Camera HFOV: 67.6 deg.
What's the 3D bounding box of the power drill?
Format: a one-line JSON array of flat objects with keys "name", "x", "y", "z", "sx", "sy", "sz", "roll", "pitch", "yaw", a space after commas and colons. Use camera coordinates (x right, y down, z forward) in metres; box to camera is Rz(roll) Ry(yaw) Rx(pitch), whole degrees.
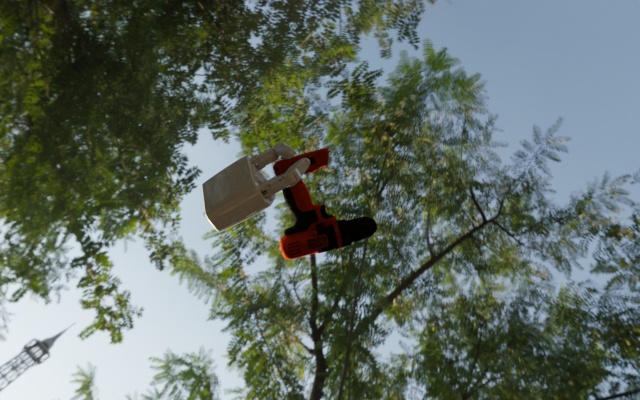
[{"name": "power drill", "x": 0.000, "y": 0.002, "z": 0.874, "sx": 0.184, "sy": 0.187, "sz": 0.057, "roll": -15, "pitch": 6, "yaw": -8}]
